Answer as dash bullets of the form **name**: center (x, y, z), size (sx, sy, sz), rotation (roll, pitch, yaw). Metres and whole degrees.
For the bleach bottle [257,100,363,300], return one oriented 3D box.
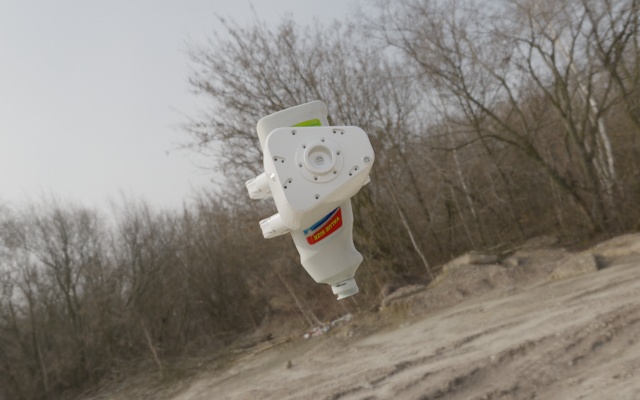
- **bleach bottle**: center (0.000, 0.002, 0.626), size (0.102, 0.250, 0.068), rotation (-19, -9, -8)
